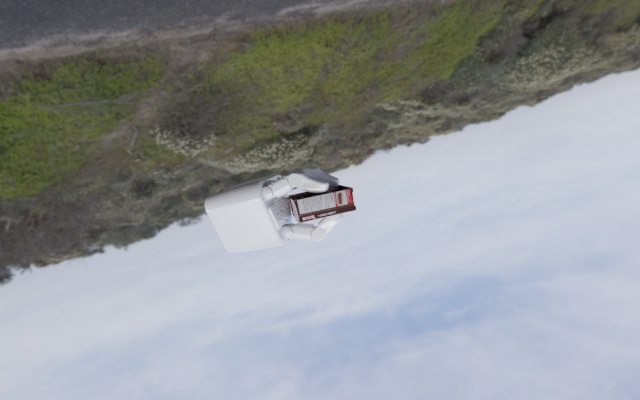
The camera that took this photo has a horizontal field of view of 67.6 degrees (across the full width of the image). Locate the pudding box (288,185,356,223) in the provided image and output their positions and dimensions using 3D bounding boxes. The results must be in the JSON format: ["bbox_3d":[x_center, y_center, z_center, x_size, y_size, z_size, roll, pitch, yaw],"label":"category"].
[{"bbox_3d":[0.000,0.003,0.741,0.090,0.039,0.113,-13,8,-7],"label":"pudding box"}]
